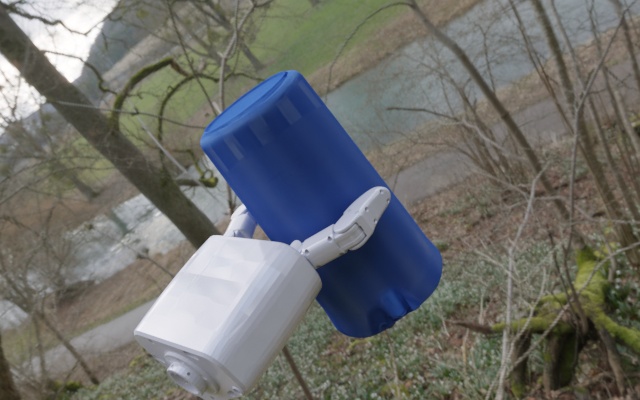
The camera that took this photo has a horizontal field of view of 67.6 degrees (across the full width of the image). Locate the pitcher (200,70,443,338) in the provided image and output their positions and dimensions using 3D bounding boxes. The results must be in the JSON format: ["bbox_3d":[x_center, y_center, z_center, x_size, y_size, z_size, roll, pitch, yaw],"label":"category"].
[{"bbox_3d":[0.000,0.002,0.465,0.149,0.243,0.145,-14,31,45],"label":"pitcher"}]
